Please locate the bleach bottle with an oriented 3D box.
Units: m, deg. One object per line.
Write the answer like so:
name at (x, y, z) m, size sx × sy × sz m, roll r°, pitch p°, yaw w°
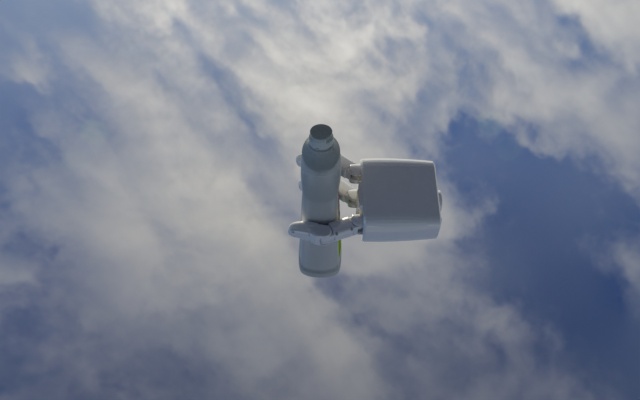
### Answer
bleach bottle at (0.000, 0.002, 0.677) m, size 0.068 × 0.102 × 0.251 m, roll 1°, pitch -40°, yaw 1°
